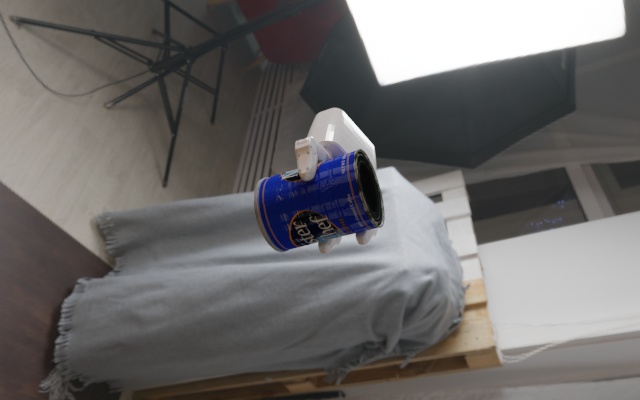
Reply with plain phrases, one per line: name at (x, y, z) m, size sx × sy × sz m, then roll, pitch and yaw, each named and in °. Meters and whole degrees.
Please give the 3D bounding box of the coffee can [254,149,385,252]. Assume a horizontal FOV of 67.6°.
coffee can at (0.000, 0.002, 0.618) m, size 0.140 × 0.103 × 0.103 m, roll -16°, pitch -5°, yaw 20°
